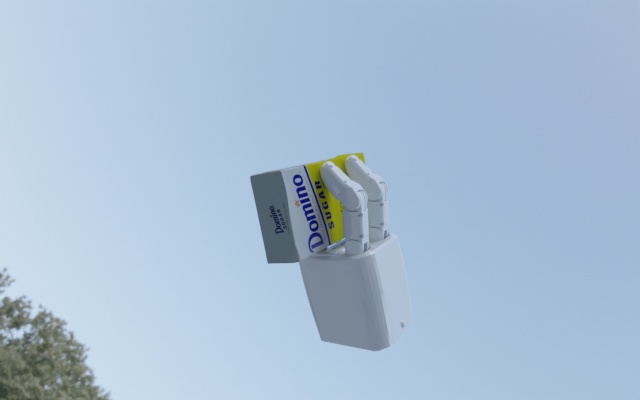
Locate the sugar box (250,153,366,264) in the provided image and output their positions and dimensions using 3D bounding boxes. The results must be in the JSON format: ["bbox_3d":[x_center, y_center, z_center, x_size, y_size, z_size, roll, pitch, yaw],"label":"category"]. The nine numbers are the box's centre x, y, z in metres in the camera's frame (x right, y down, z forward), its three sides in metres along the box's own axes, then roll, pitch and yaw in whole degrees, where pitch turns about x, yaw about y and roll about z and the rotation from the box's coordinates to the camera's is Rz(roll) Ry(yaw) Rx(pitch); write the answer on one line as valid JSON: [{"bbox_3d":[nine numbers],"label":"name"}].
[{"bbox_3d":[0.001,0.002,0.533,0.048,0.093,0.176,-7,7,30],"label":"sugar box"}]
